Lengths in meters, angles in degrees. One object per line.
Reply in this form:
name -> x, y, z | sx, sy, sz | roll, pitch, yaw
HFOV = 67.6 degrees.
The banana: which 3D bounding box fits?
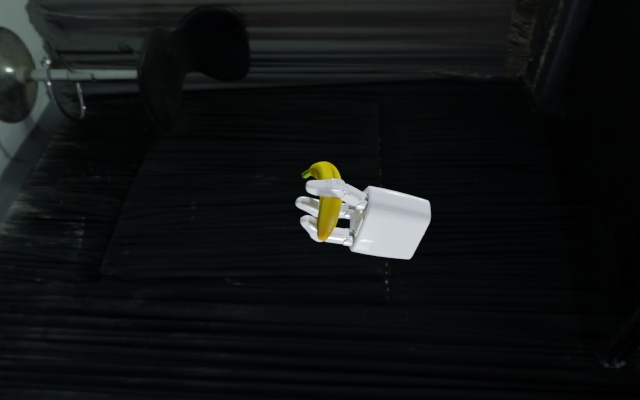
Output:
banana -> 0.009, -0.013, 0.789 | 0.037, 0.070, 0.197 | 22, 27, -22
